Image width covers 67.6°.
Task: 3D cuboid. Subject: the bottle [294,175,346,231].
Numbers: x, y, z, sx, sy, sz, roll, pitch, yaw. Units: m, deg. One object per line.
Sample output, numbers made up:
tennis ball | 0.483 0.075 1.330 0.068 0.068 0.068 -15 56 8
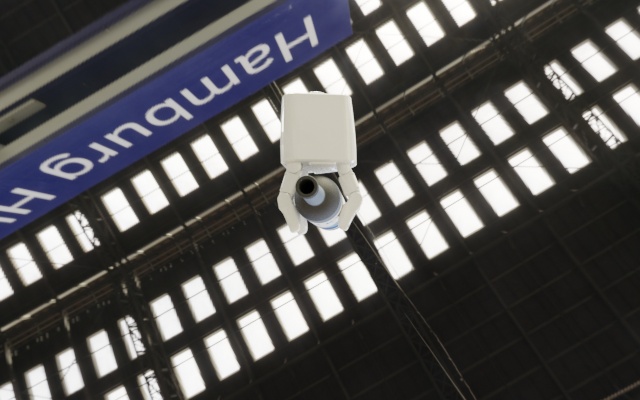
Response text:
bottle | 0.000 0.002 0.715 0.069 0.069 0.296 0 -7 7
